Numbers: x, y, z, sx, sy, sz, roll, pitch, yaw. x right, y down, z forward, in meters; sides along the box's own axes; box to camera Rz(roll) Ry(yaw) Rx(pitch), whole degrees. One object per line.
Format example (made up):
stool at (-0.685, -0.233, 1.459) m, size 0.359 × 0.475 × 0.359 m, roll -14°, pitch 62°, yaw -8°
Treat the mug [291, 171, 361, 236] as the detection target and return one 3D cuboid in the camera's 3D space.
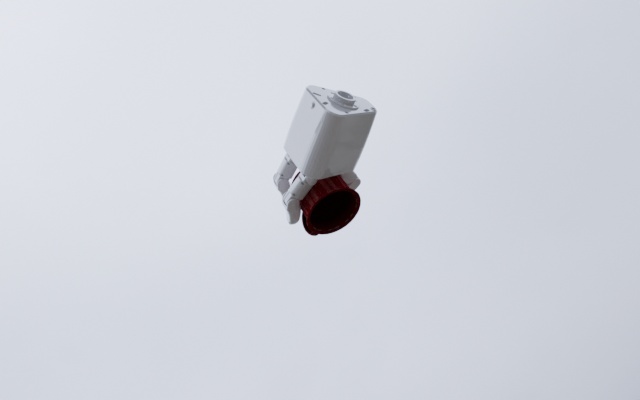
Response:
mug at (0.000, 0.004, 0.764) m, size 0.093 × 0.117 × 0.081 m, roll 0°, pitch 39°, yaw -33°
